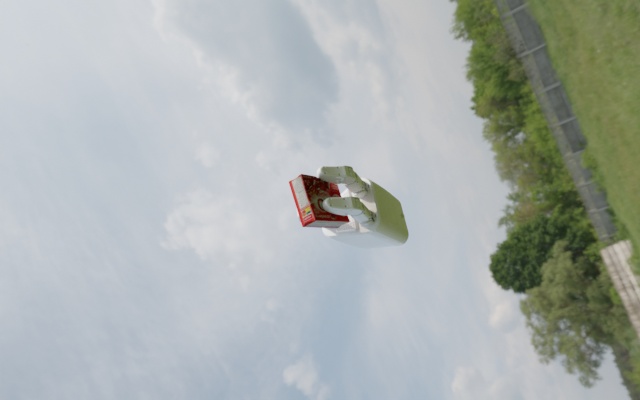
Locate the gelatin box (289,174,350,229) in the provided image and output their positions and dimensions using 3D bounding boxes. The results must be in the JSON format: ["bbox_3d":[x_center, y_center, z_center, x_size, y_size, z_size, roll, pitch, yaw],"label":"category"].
[{"bbox_3d":[0.000,0.002,0.710,0.030,0.073,0.089,-29,-21,33],"label":"gelatin box"}]
